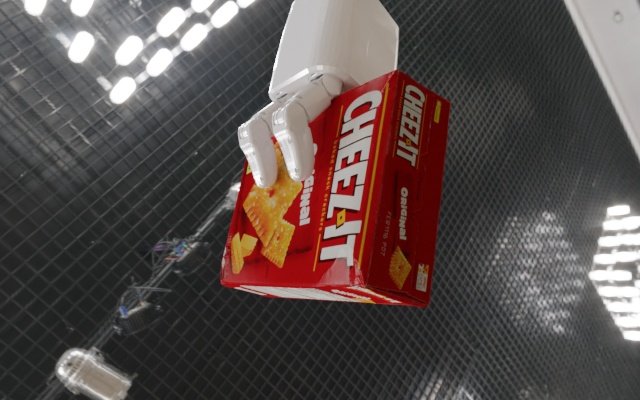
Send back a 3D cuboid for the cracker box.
[{"bbox_3d":[0.000,0.001,0.419,0.072,0.164,0.214,21,-19,-33],"label":"cracker box"}]
